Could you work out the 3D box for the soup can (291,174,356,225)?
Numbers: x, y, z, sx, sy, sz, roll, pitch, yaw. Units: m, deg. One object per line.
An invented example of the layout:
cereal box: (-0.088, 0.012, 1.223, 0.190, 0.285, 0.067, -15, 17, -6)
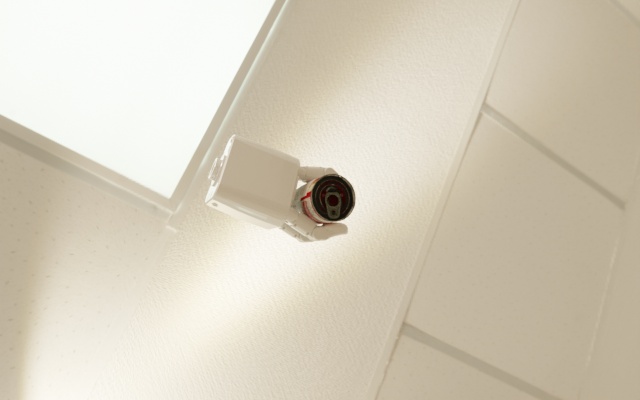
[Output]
soup can: (0.000, 0.002, 0.709, 0.068, 0.068, 0.102, 0, -7, -22)
